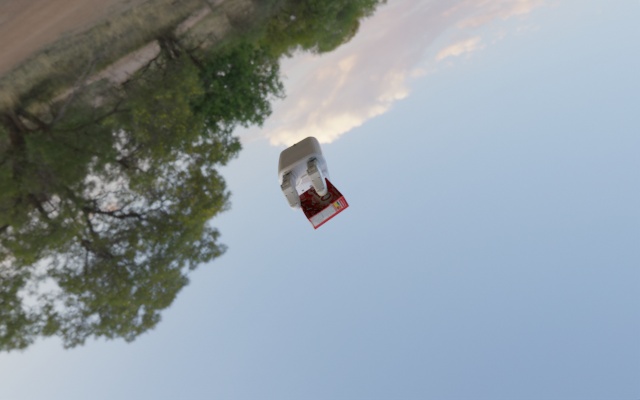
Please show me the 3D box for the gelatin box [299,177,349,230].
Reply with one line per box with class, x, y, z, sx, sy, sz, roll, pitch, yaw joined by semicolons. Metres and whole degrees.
gelatin box;0.000;0.003;0.844;0.073;0.030;0.089;-34;32;-2
